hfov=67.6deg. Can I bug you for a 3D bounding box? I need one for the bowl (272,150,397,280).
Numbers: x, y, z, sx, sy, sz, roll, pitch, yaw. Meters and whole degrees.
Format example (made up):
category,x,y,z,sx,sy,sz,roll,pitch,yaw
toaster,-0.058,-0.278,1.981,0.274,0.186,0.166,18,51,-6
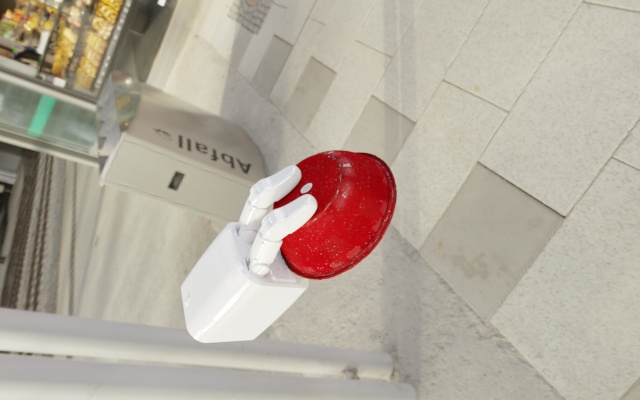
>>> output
category,x,y,z,sx,sy,sz,roll,pitch,yaw
bowl,0.001,0.000,0.522,0.162,0.162,0.055,0,-29,42
